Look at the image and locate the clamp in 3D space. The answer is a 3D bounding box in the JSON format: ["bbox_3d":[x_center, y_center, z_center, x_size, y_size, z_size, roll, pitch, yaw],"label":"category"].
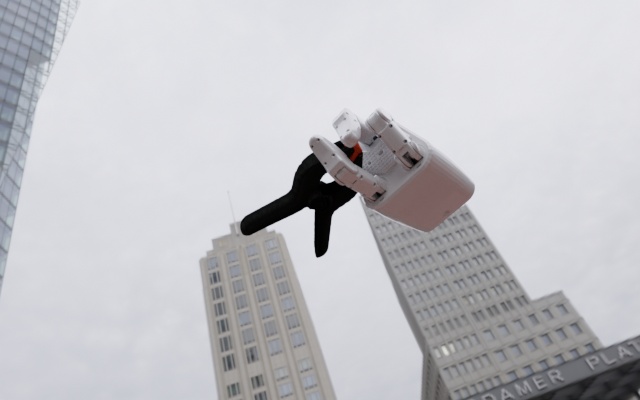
[{"bbox_3d":[0.000,0.001,0.562,0.120,0.039,0.171,26,-60,-39],"label":"clamp"}]
